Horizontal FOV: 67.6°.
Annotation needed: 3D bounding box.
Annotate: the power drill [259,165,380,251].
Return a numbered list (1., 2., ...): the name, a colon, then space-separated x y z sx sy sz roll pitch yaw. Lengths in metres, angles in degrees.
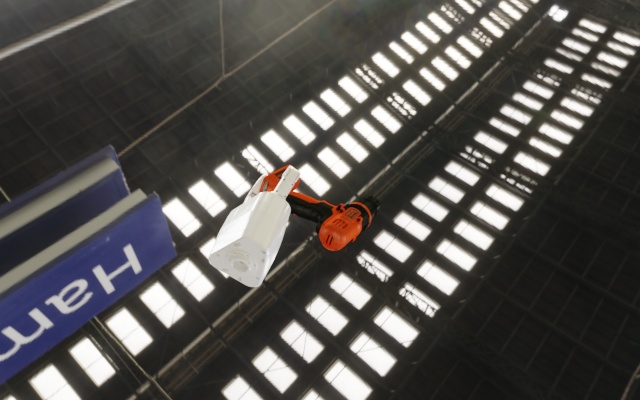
1. power drill: 0.000 0.003 0.841 0.187 0.057 0.184 26 28 18
